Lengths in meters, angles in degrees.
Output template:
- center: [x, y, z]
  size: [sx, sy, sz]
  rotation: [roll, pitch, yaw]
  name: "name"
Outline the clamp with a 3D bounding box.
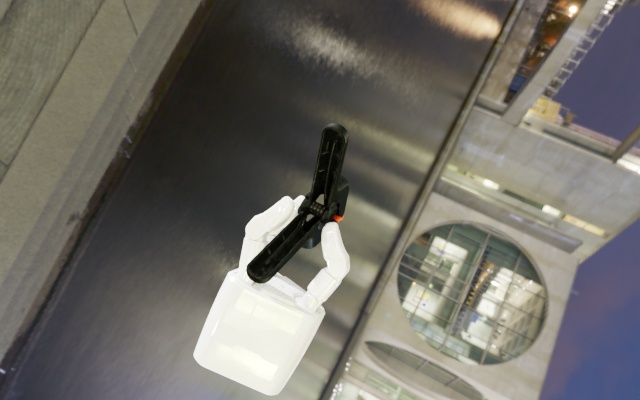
- center: [0.001, 0.002, 0.522]
  size: [0.036, 0.164, 0.210]
  rotation: [31, 8, 12]
  name: "clamp"
